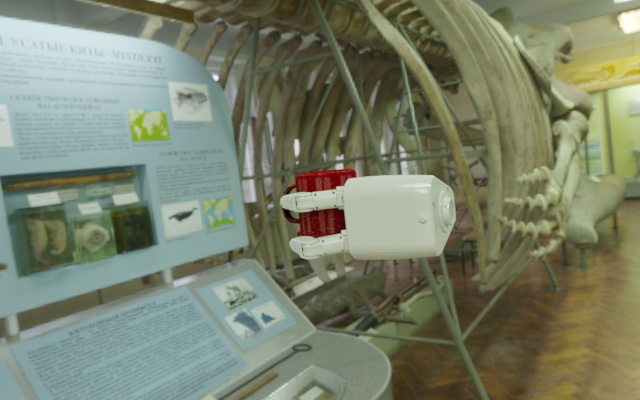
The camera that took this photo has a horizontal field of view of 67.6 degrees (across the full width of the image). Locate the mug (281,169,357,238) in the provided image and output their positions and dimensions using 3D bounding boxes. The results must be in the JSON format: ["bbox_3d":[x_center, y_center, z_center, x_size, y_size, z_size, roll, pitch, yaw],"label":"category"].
[{"bbox_3d":[-0.001,0.002,0.641,0.117,0.081,0.093,-3,6,28],"label":"mug"}]
